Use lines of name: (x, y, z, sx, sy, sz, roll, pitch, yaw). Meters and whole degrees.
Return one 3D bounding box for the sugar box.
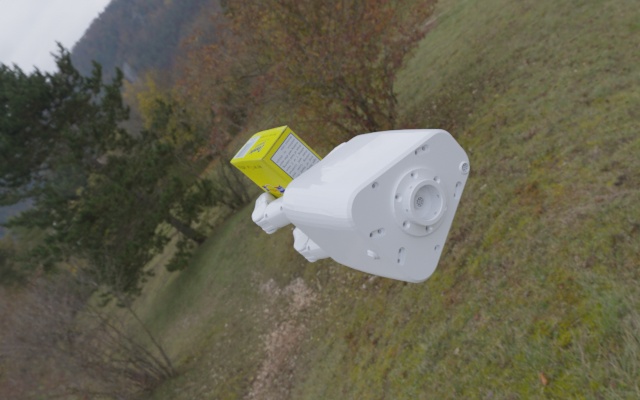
sugar box: (0.000, 0.002, 0.480, 0.176, 0.048, 0.093, 44, -16, -22)
